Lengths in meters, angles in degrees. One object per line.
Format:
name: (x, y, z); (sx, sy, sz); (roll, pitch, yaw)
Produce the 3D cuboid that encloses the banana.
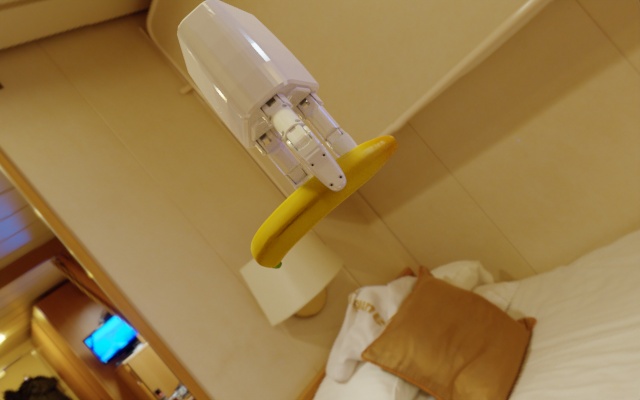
banana: (-0.010, 0.008, 0.449); (0.198, 0.037, 0.069); (-45, -9, 28)
